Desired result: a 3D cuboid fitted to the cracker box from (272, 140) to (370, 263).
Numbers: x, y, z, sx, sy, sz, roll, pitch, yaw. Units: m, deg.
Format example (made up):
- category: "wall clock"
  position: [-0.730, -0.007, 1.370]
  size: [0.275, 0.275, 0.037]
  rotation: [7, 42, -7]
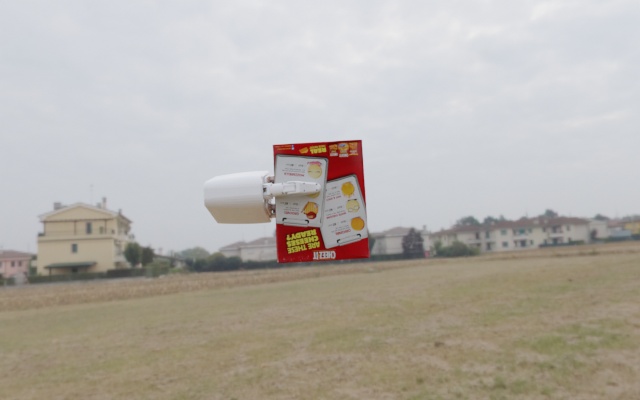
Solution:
- category: "cracker box"
  position: [0.000, 0.003, 0.872]
  size: [0.164, 0.213, 0.072]
  rotation: [-3, -7, 2]
